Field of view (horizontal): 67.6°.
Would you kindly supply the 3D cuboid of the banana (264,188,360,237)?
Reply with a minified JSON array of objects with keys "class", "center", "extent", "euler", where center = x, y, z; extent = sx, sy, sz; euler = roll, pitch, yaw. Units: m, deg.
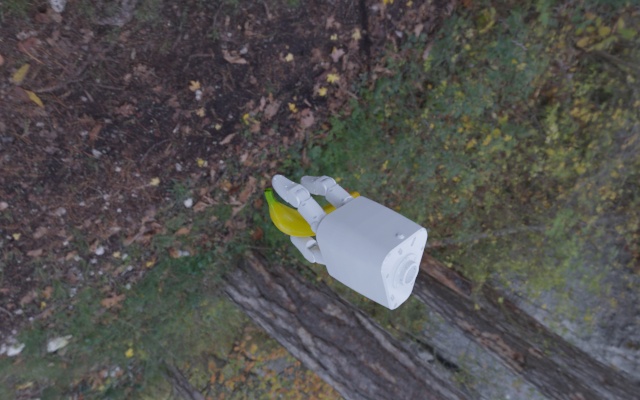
[{"class":"banana","center":[-0.007,0.020,0.714],"extent":[0.037,0.069,0.198],"euler":[25,16,39]}]
